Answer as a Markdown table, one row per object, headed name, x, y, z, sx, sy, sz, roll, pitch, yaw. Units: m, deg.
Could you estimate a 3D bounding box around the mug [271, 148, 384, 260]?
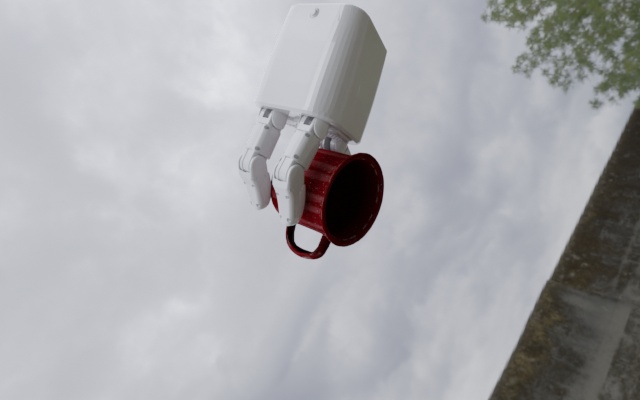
| name | x | y | z | sx | sy | sz | roll | pitch | yaw |
| --- | --- | --- | --- | --- | --- | --- | --- | --- | --- |
| mug | -0.001 | 0.003 | 0.481 | 0.081 | 0.117 | 0.093 | 19 | -1 | 40 |
